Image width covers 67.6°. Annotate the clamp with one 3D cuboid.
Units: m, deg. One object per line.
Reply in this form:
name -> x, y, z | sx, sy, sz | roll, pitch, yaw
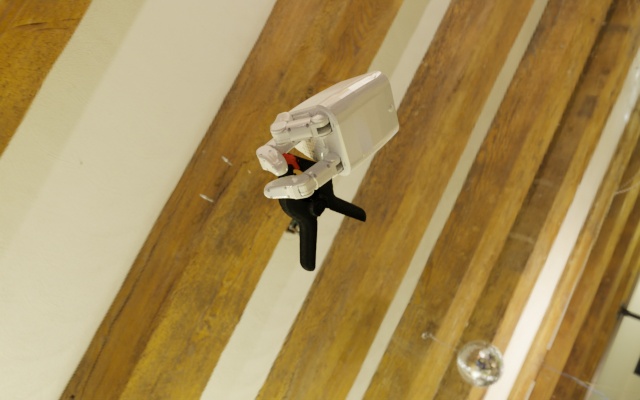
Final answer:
clamp -> 0.000, 0.002, 0.639 | 0.120, 0.172, 0.039 | -38, 39, -27
